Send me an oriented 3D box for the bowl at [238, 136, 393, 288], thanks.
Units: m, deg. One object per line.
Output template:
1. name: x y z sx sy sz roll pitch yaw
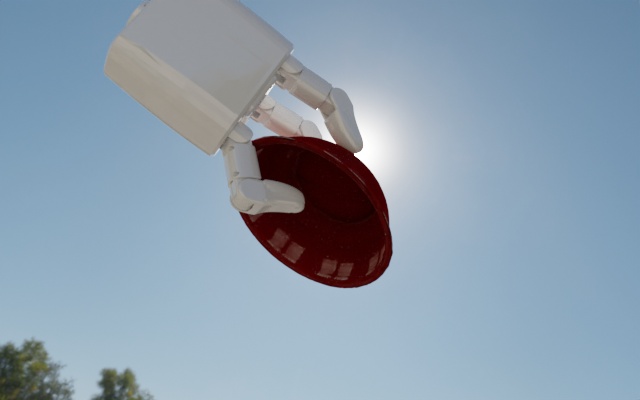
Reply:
1. bowl: 0.001 0.002 0.426 0.162 0.162 0.055 0 35 39
